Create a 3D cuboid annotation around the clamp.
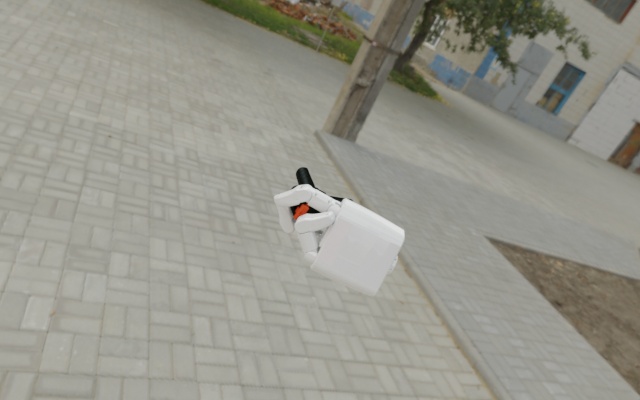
[{"bbox_3d":[0.000,0.002,0.792,0.120,0.039,0.171,27,24,-3],"label":"clamp"}]
